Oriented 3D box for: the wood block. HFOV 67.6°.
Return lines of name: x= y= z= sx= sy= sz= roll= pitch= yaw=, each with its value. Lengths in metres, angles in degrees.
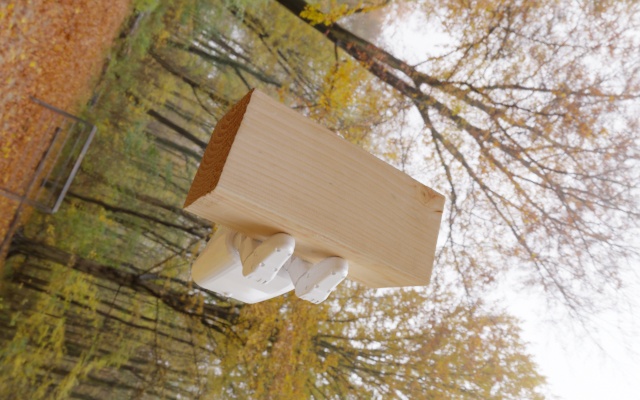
wood block: x=0.000 y=0.001 z=0.425 sx=0.206 sy=0.090 sz=0.090 roll=26 pitch=-23 yaw=-25
